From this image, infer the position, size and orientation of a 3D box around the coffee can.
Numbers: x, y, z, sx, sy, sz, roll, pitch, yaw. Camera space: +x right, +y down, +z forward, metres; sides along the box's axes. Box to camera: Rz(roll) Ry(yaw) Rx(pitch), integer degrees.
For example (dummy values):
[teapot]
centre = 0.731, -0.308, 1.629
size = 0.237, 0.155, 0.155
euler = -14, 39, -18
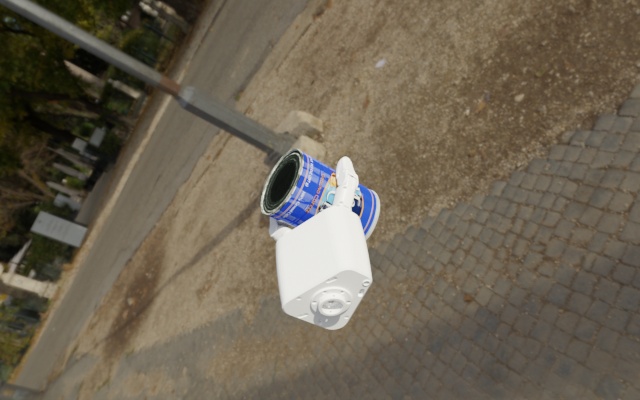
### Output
[coffee can]
centre = 0.000, 0.002, 0.689
size = 0.140, 0.102, 0.103
euler = 27, -13, -26
